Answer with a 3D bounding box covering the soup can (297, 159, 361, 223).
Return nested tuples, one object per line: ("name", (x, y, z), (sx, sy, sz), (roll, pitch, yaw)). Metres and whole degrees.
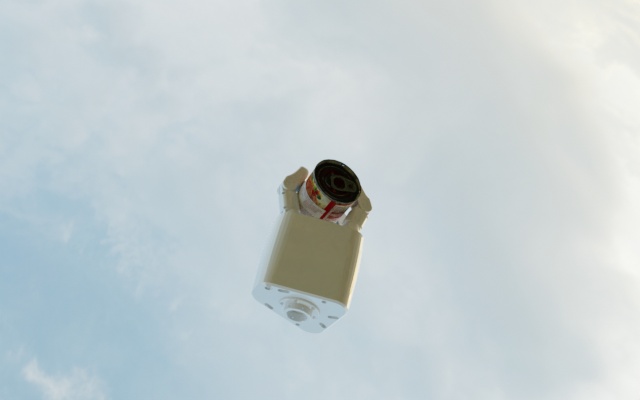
("soup can", (0.000, 0.002, 0.637), (0.068, 0.068, 0.102), (0, -32, -32))
